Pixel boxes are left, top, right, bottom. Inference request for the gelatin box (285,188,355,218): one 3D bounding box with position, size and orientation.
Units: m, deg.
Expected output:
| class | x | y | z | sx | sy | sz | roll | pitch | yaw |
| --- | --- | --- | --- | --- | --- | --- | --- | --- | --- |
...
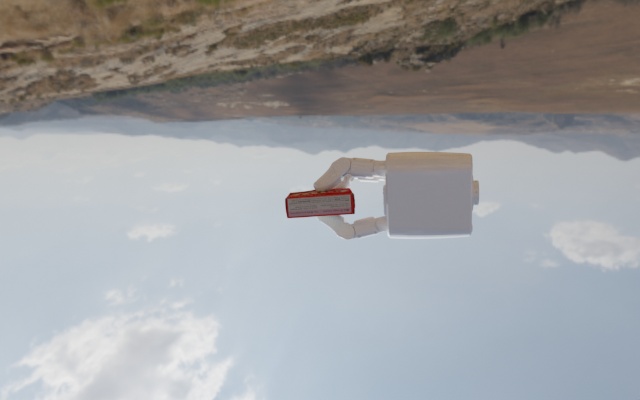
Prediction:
| class | x | y | z | sx | sy | sz | roll | pitch | yaw |
| --- | --- | --- | --- | --- | --- | --- | --- | --- | --- |
| gelatin box | 0.000 | 0.003 | 0.637 | 0.089 | 0.030 | 0.073 | -5 | 6 | 1 |
